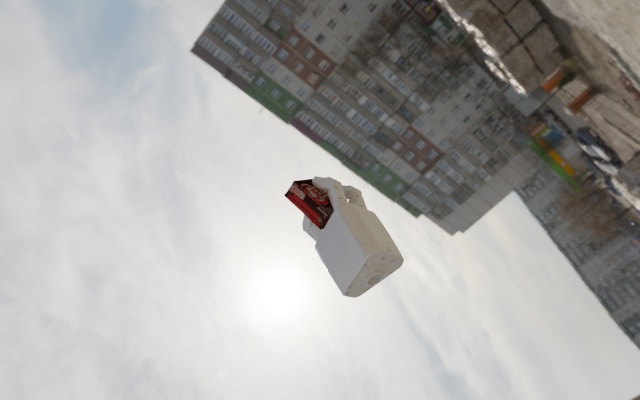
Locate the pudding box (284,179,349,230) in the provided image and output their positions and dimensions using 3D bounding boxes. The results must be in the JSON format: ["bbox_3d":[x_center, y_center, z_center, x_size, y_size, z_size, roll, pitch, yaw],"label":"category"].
[{"bbox_3d":[0.000,0.003,0.837,0.090,0.039,0.113,43,18,14],"label":"pudding box"}]
